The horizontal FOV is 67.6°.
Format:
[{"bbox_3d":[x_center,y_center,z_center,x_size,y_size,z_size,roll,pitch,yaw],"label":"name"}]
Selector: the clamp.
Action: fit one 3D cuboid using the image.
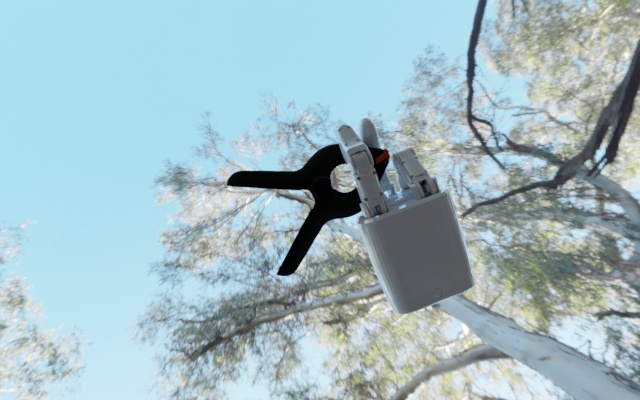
[{"bbox_3d":[0.000,0.001,0.506,0.171,0.120,0.039,-20,7,-4],"label":"clamp"}]
